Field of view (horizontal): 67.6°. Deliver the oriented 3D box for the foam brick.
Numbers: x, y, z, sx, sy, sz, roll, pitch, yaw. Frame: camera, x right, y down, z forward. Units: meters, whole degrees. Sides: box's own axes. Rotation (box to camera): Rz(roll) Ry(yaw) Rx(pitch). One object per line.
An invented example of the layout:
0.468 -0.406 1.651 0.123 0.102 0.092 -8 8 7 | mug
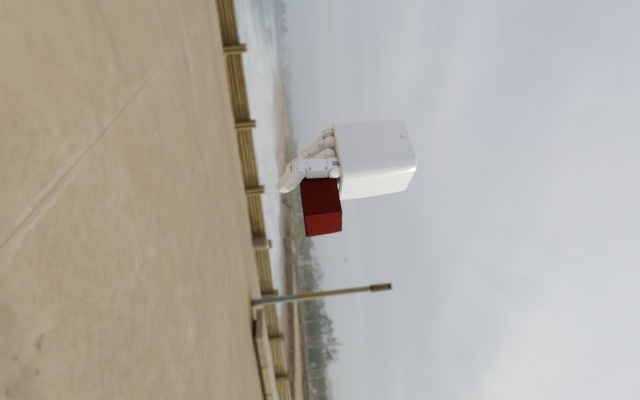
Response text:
0.000 0.002 0.661 0.051 0.078 0.053 -6 -36 -4 | foam brick
